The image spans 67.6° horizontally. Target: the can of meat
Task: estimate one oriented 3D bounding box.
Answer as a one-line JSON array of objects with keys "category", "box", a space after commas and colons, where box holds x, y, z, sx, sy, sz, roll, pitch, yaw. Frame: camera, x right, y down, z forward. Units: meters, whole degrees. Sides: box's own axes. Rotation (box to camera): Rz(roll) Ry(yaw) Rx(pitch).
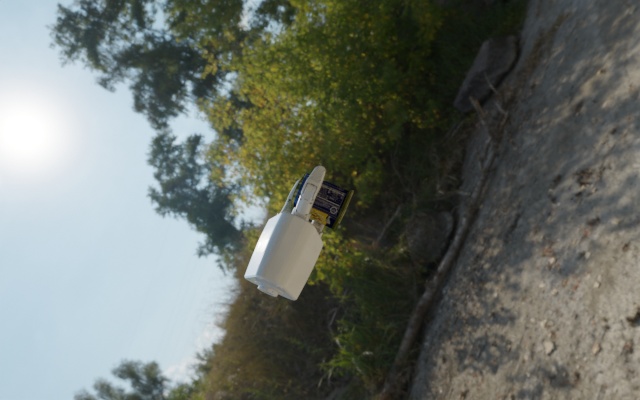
[{"category": "can of meat", "box": [0.000, 0.002, 0.770, 0.084, 0.057, 0.102, 24, -16, 2]}]
